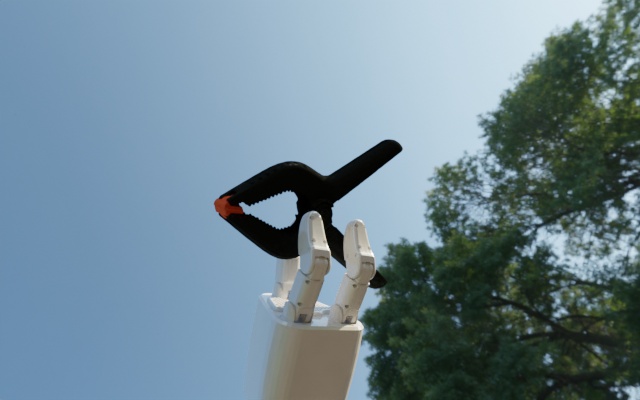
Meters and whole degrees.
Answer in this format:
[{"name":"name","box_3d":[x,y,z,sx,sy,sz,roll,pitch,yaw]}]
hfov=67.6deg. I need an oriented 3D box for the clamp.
[{"name":"clamp","box_3d":[-0.001,0.002,0.480,0.210,0.164,0.036,12,-1,-33]}]
